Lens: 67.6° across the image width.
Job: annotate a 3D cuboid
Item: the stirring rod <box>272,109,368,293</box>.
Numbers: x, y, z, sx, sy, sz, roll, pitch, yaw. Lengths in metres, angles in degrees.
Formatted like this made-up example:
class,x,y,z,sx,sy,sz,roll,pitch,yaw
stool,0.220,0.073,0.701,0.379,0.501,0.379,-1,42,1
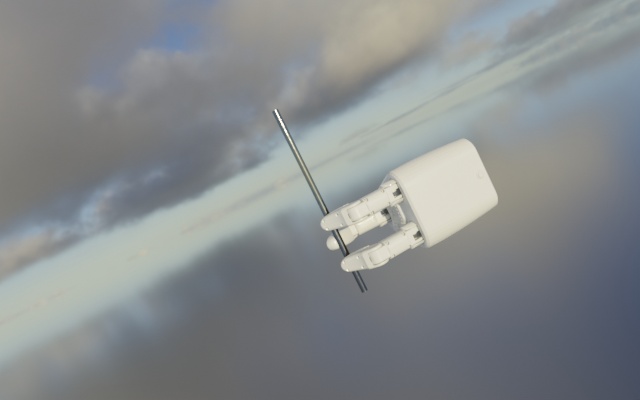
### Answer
class,x,y,z,sx,sy,sz,roll,pitch,yaw
stirring rod,0.000,0.002,0.568,0.011,0.239,0.011,-26,4,2
